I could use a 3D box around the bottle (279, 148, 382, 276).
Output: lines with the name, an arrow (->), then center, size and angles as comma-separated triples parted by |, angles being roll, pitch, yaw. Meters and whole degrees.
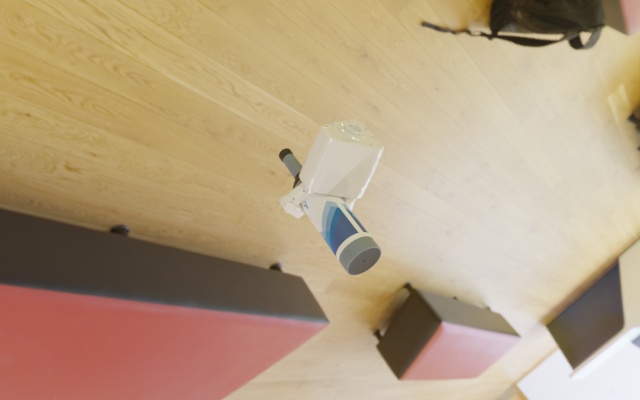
bottle -> 0.000, 0.003, 0.851 | 0.069, 0.069, 0.295 | 0, 40, -39
